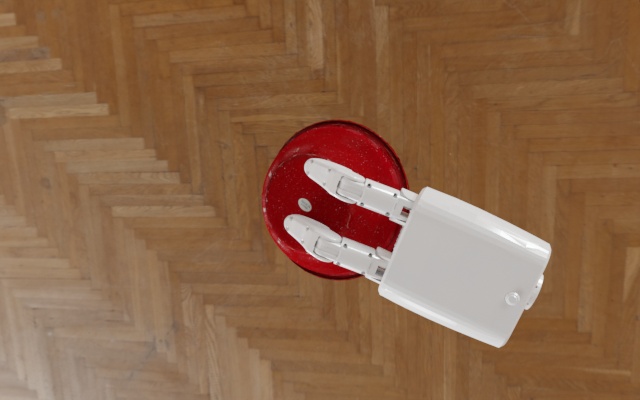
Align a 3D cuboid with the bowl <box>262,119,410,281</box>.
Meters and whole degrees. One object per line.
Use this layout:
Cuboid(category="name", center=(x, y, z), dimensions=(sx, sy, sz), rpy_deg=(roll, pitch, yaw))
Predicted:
Cuboid(category="bowl", center=(-0.001, 0.001, 0.457), dimensions=(0.162, 0.162, 0.055), rpy_deg=(0, 3, 28))
